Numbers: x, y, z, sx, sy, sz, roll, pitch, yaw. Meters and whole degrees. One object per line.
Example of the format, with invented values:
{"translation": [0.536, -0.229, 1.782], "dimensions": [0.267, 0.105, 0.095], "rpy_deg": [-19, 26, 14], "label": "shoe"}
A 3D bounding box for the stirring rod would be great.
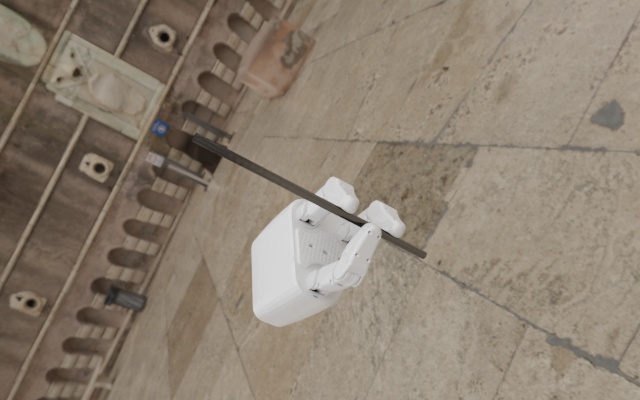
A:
{"translation": [0.000, 0.001, 0.420], "dimensions": [0.239, 0.011, 0.011], "rpy_deg": [27, -10, -20], "label": "stirring rod"}
